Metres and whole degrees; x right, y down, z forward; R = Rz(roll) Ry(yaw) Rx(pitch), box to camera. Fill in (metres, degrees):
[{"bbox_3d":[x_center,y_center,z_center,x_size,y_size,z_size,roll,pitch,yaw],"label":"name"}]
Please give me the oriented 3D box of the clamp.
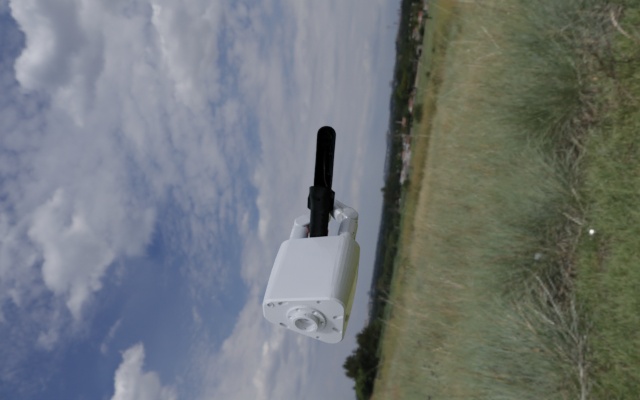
[{"bbox_3d":[-0.001,0.002,0.630,0.039,0.172,0.120,7,40,8],"label":"clamp"}]
